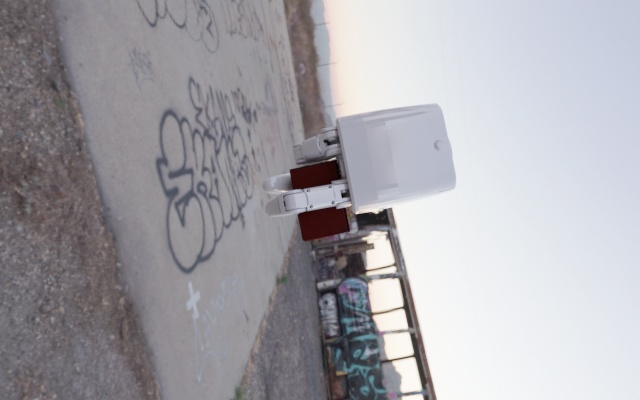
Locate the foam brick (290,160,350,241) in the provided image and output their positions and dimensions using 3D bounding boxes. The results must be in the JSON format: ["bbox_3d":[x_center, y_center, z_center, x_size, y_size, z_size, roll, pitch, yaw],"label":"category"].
[{"bbox_3d":[0.000,0.002,0.513,0.051,0.078,0.053,-11,-4,0],"label":"foam brick"}]
